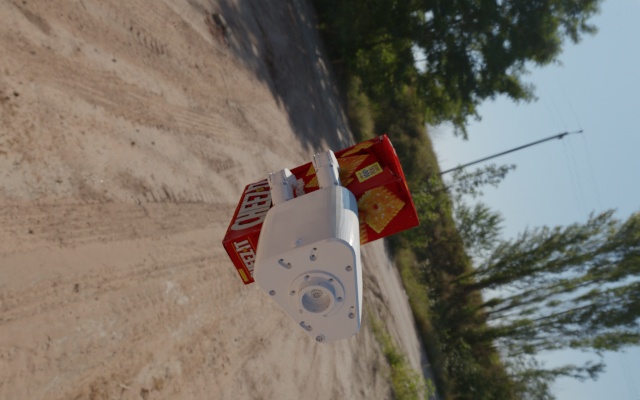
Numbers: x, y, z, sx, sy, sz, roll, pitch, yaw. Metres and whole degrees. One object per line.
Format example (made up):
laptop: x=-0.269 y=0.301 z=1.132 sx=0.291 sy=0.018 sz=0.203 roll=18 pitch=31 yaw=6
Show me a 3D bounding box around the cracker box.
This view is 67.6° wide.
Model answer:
cracker box: x=0.000 y=0.002 z=0.592 sx=0.214 sy=0.072 sz=0.164 roll=-19 pitch=23 yaw=11
